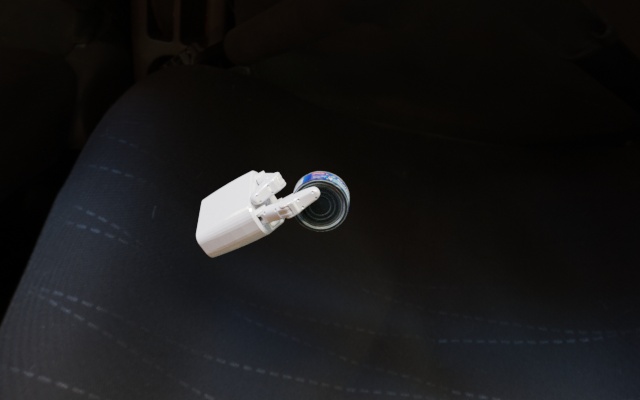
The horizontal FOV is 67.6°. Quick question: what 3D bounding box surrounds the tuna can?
[{"bbox_3d":[0.000,0.003,0.705,0.086,0.086,0.033,0,23,4],"label":"tuna can"}]
